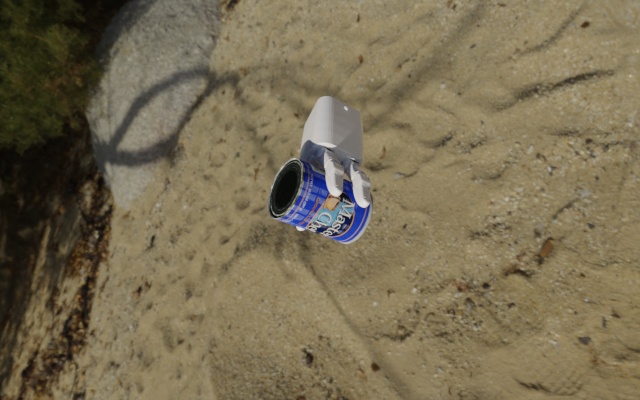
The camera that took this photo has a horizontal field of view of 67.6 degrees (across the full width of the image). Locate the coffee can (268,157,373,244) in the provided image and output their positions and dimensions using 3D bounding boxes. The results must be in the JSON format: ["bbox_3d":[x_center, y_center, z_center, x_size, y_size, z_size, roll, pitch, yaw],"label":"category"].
[{"bbox_3d":[0.000,0.003,0.777,0.140,0.103,0.103,21,-11,-30],"label":"coffee can"}]
